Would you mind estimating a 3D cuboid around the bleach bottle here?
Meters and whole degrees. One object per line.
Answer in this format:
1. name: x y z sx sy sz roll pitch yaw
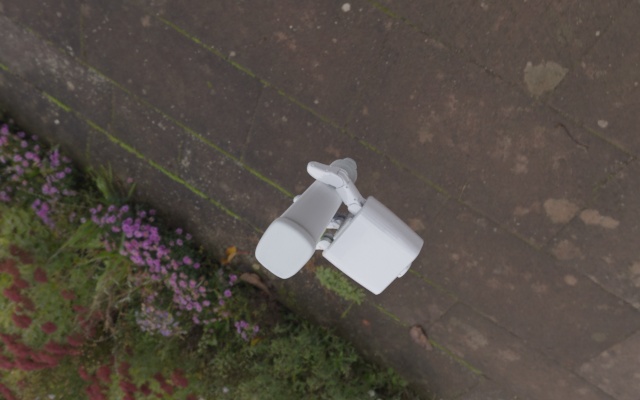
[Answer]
1. bleach bottle: 0.000 0.002 0.718 0.103 0.068 0.250 -52 0 43
